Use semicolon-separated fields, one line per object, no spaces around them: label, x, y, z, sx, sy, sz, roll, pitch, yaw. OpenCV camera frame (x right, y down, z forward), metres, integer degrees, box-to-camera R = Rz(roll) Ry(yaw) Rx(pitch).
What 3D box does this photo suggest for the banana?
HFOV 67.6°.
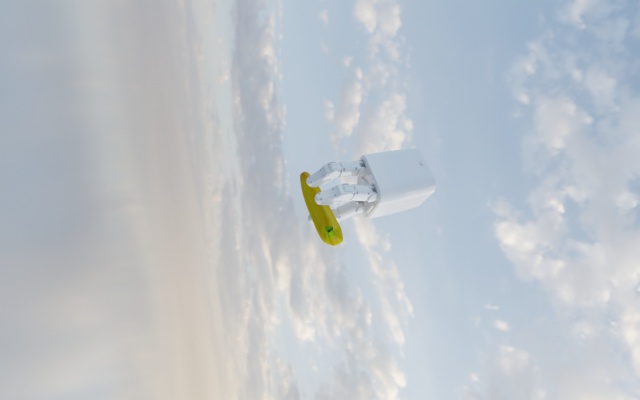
banana;0.003;0.020;0.794;0.037;0.070;0.197;-14;32;-9
